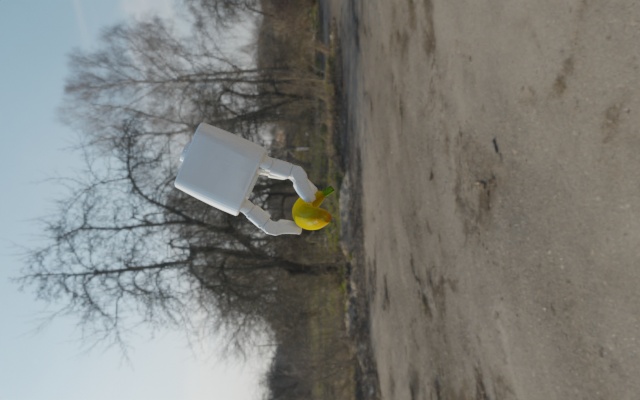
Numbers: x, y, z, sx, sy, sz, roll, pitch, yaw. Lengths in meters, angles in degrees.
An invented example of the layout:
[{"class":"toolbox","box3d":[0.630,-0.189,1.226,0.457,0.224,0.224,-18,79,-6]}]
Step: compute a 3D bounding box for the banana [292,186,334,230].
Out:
[{"class":"banana","box3d":[-0.014,0.013,0.761,0.069,0.037,0.197,-37,11,11]}]
